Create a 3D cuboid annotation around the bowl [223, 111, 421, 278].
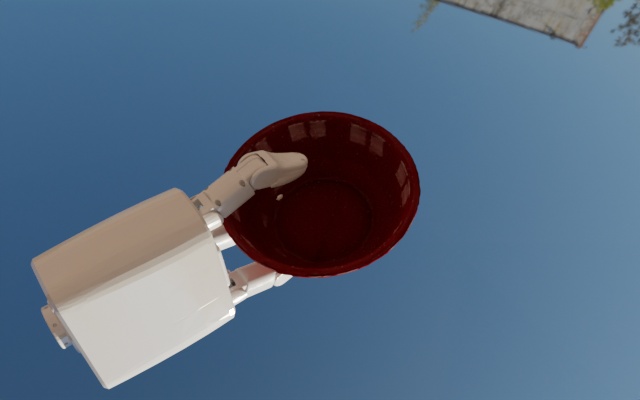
[{"bbox_3d":[0.001,0.001,0.404,0.162,0.162,0.055,0,-33,6],"label":"bowl"}]
